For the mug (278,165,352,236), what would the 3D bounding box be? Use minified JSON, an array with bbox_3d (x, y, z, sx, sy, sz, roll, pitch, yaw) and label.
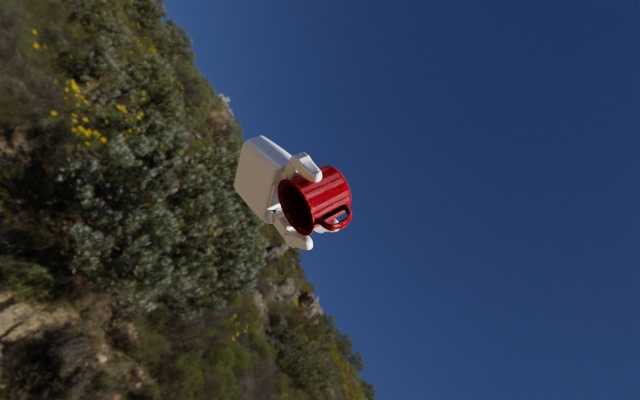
[{"bbox_3d":[0.001,0.003,0.730,0.081,0.093,0.117,-26,49,-29],"label":"mug"}]
